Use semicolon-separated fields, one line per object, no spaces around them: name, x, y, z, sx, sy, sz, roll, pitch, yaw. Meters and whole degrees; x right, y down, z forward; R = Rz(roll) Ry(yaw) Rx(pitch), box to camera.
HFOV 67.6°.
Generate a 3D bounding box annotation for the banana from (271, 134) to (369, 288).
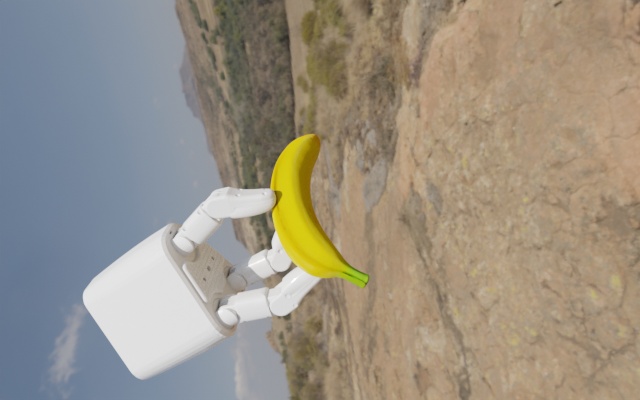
banana;-0.015;0.000;0.447;0.069;0.197;0.037;14;-49;-30
